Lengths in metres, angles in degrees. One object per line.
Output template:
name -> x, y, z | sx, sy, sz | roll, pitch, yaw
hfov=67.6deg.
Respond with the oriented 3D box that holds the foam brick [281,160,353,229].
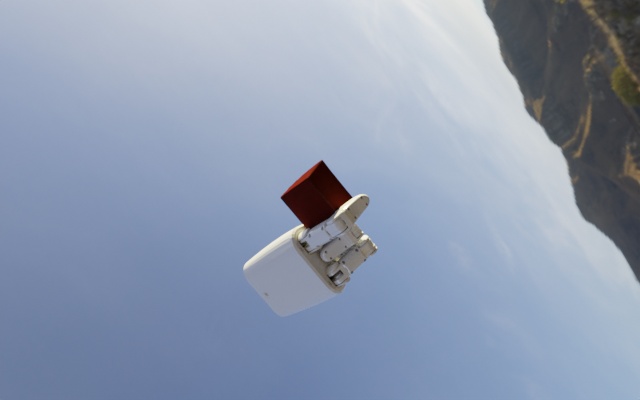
foam brick -> 0.000, 0.002, 0.586 | 0.051, 0.078, 0.053 | -33, 11, 35
